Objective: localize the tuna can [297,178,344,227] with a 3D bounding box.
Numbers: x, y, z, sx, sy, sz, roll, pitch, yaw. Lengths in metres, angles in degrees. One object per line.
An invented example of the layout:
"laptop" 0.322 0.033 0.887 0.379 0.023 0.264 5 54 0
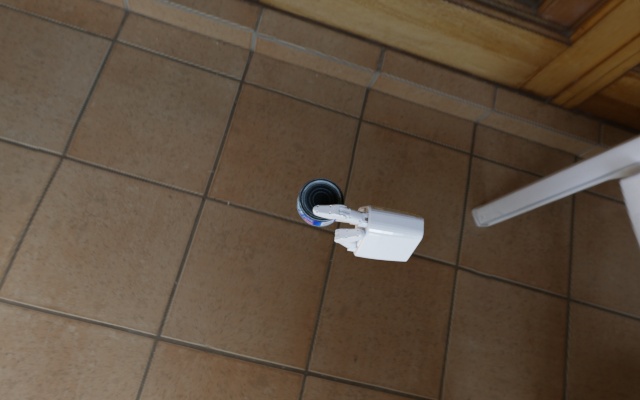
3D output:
"tuna can" 0.000 0.003 0.881 0.086 0.086 0.034 0 -18 -8
